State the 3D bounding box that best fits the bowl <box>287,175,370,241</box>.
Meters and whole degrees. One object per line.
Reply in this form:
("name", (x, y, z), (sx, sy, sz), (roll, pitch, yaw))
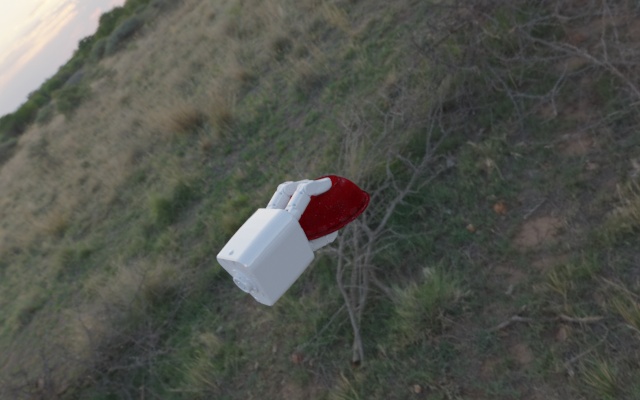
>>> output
("bowl", (0.001, 0.002, 0.811), (0.162, 0.055, 0.162), (-23, 19, 8))
